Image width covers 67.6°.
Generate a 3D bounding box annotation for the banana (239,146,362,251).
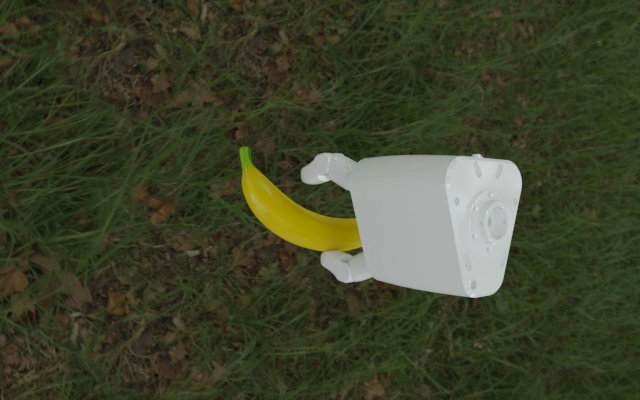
[{"bbox_3d":[-0.009,0.017,0.503,0.198,0.069,0.037,30,-16,-32],"label":"banana"}]
